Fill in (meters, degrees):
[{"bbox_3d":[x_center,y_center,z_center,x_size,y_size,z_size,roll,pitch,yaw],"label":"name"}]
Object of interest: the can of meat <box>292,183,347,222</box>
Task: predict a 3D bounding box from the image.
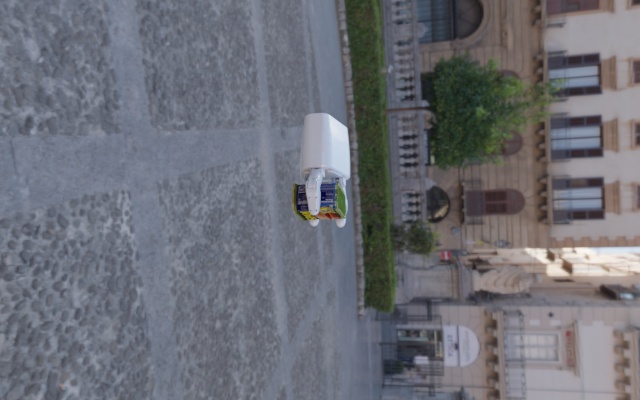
[{"bbox_3d":[0.000,0.003,0.893,0.084,0.057,0.102,-3,-16,12],"label":"can of meat"}]
